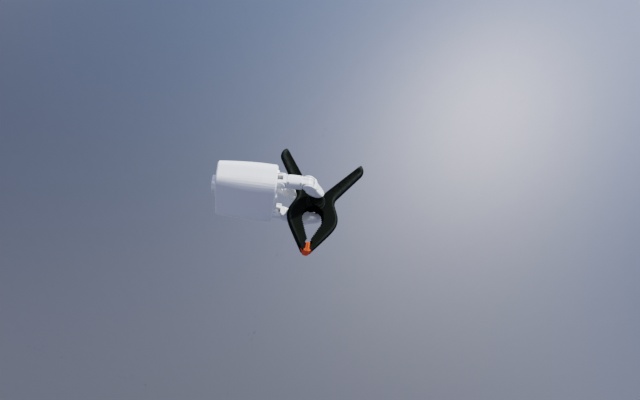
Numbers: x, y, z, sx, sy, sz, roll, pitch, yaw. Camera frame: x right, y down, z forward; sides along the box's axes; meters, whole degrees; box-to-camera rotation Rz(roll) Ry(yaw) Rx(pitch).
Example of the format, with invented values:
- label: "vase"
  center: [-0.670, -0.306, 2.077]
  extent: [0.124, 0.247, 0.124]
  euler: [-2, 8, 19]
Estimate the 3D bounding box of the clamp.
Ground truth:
- label: "clamp"
  center: [0.000, 0.003, 0.898]
  extent: [0.164, 0.210, 0.036]
  euler: [6, -26, -7]
